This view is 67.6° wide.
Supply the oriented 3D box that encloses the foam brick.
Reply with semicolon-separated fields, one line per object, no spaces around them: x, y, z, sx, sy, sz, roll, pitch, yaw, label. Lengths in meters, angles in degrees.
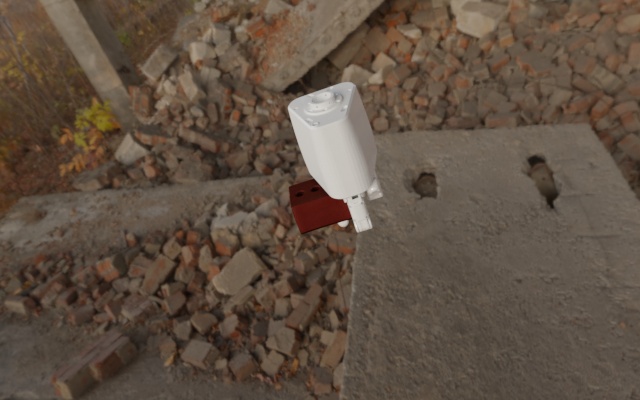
0.000;0.002;0.661;0.078;0.051;0.053;-18;36;5;foam brick
